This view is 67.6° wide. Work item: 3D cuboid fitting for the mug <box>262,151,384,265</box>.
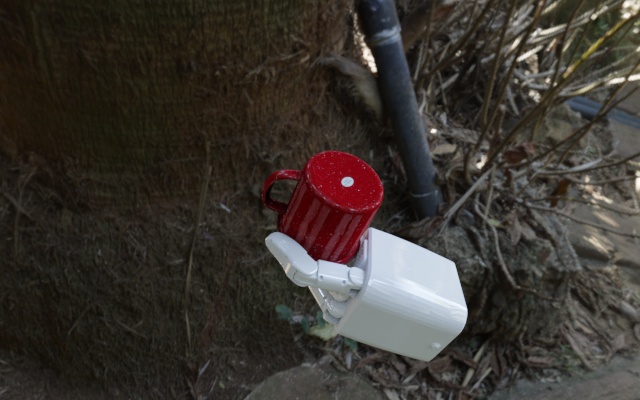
[{"bbox_3d":[-0.001,0.001,0.473,0.117,0.093,0.081,20,-46,-7],"label":"mug"}]
